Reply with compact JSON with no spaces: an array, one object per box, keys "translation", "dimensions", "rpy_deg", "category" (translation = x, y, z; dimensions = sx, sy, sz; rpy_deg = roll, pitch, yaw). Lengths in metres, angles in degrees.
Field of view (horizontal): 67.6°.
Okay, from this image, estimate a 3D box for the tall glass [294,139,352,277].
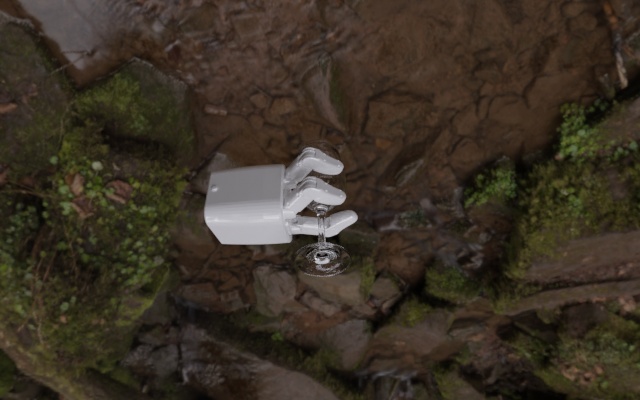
[{"translation":[0.000,0.003,0.674],"dimensions":[0.079,0.200,0.079],"rpy_deg":[-1,-41,-1],"category":"tall glass"}]
